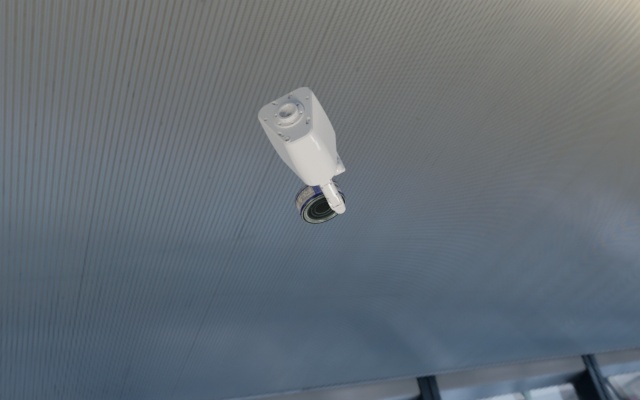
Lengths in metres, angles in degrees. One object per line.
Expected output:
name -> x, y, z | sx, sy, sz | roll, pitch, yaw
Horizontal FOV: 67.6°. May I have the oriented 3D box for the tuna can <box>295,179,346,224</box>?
tuna can -> 0.000, 0.003, 0.838 | 0.086, 0.033, 0.086 | -17, -36, -13
